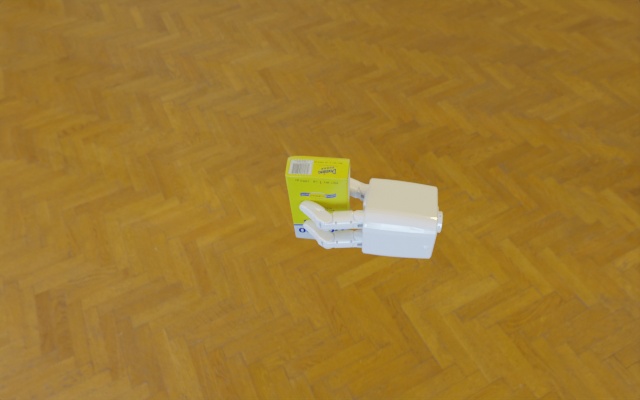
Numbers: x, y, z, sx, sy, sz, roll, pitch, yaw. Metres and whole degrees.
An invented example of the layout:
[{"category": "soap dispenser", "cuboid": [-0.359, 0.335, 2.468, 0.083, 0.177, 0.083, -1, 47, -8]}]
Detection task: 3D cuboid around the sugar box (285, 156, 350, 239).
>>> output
[{"category": "sugar box", "cuboid": [0.000, 0.003, 0.757, 0.093, 0.048, 0.176, 4, -37, 7]}]
